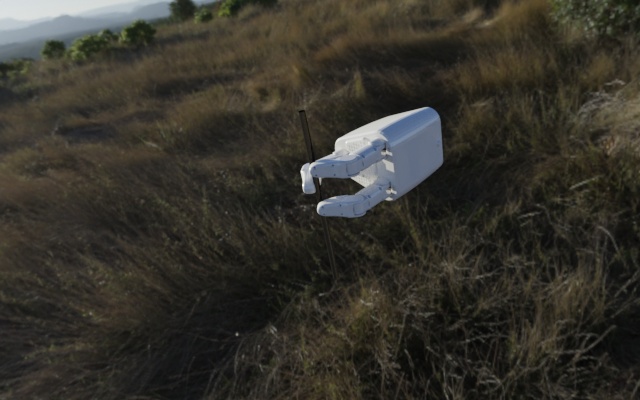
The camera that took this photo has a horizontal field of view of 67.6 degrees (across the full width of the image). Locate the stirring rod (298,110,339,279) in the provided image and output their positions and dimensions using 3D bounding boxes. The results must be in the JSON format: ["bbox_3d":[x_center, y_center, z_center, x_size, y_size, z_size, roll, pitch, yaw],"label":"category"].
[{"bbox_3d":[0.000,0.002,0.604,0.011,0.240,0.011,-9,28,5],"label":"stirring rod"}]
